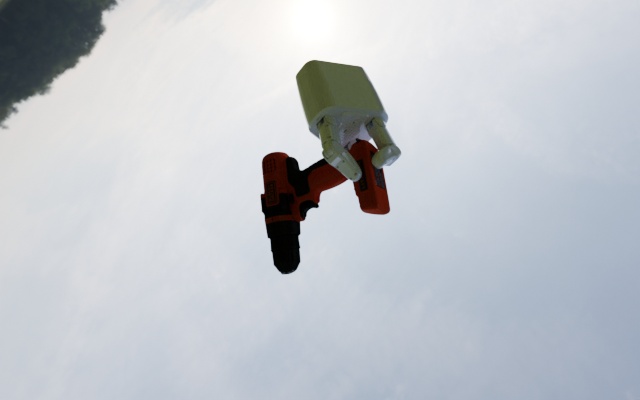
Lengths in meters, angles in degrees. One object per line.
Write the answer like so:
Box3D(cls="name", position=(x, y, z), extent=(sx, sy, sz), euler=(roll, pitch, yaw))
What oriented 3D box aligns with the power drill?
Box3D(cls="power drill", position=(0.000, 0.002, 0.678), extent=(0.187, 0.184, 0.057), euler=(-14, -13, 25))
